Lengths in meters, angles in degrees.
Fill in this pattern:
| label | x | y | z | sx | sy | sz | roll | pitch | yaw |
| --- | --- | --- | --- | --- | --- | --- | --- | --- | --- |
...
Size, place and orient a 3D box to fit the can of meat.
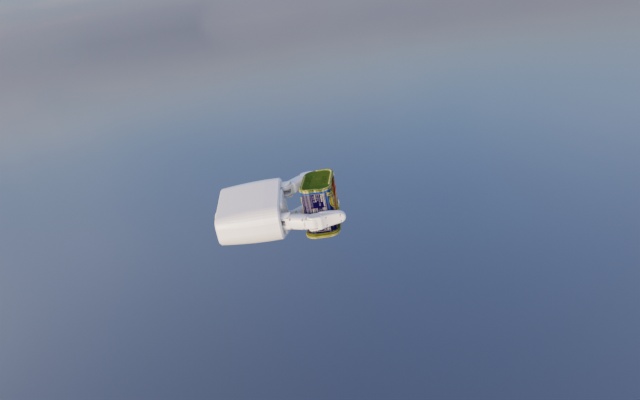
| label | x | y | z | sx | sy | sz | roll | pitch | yaw |
| --- | --- | --- | --- | --- | --- | --- | --- | --- | --- |
| can of meat | 0.000 | 0.002 | 0.794 | 0.057 | 0.084 | 0.102 | -8 | 22 | 8 |
